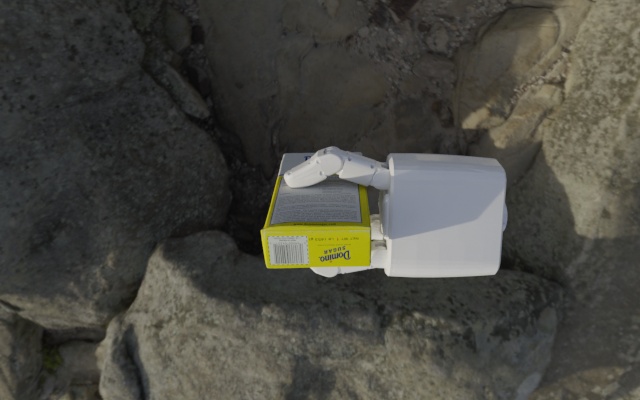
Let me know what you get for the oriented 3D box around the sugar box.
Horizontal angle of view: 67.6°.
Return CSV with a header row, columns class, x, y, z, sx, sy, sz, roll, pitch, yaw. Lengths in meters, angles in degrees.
class,x,y,z,sx,sy,sz,roll,pitch,yaw
sugar box,0.000,0.002,0.478,0.093,0.048,0.176,-1,24,3
